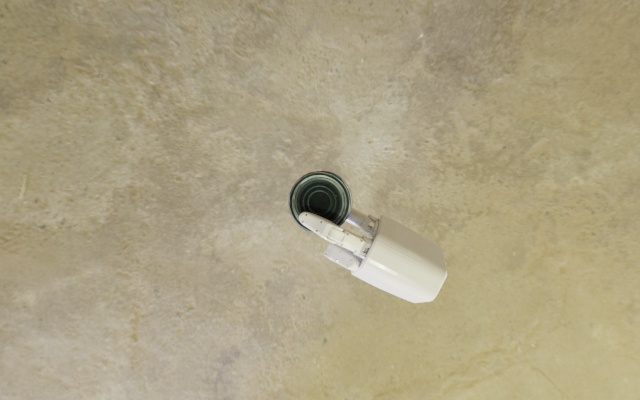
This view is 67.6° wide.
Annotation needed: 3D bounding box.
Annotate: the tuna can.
[{"bbox_3d":[0.000,0.002,0.649,0.086,0.086,0.034,0,3,6],"label":"tuna can"}]
